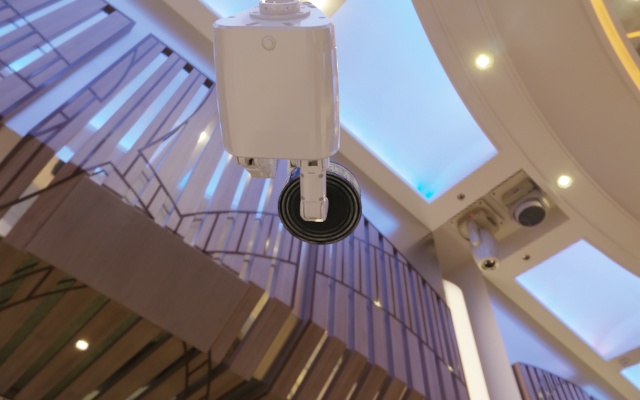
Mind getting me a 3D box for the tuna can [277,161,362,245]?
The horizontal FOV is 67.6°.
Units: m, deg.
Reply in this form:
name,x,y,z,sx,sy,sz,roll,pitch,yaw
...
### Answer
name,x,y,z,sx,sy,sz,roll,pitch,yaw
tuna can,0.000,0.001,0.496,0.086,0.086,0.033,0,29,4
